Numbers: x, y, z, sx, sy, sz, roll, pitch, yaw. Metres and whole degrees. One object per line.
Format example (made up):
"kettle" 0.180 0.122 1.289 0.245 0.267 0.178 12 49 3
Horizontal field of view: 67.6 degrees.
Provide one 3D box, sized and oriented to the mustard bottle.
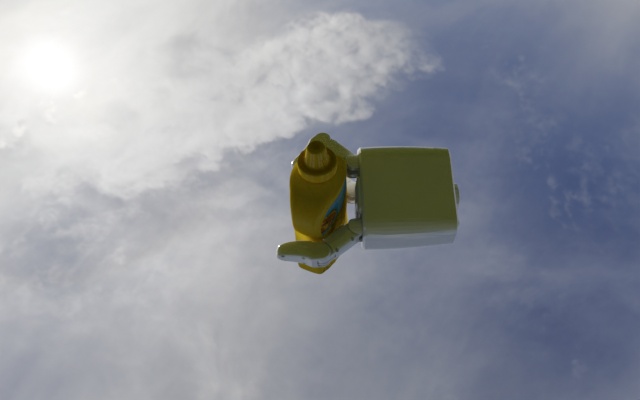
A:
"mustard bottle" 0.000 0.002 0.543 0.058 0.096 0.192 19 -31 14
